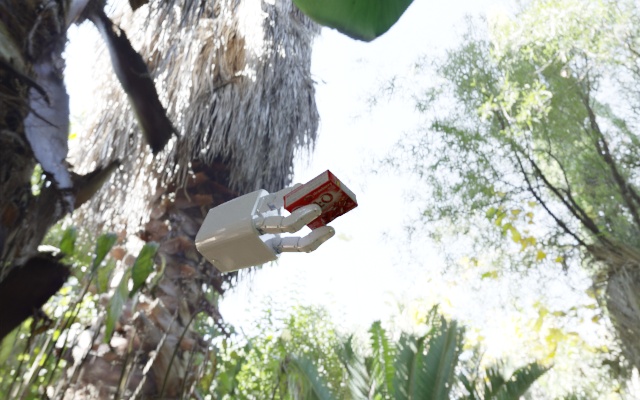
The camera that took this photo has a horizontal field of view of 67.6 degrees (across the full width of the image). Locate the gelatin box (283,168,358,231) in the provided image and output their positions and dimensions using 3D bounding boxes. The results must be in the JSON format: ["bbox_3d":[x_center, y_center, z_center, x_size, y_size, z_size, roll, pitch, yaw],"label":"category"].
[{"bbox_3d":[0.000,0.002,0.716,0.089,0.030,0.073,-32,-50,22],"label":"gelatin box"}]
